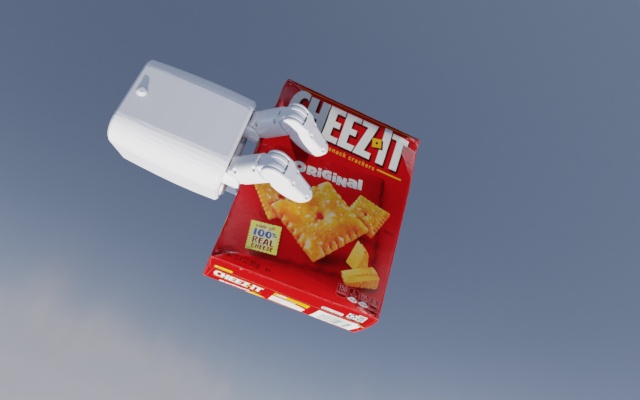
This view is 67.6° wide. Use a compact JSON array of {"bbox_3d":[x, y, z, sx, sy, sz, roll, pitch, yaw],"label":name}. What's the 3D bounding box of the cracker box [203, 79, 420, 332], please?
[{"bbox_3d":[0.000,0.002,0.486,0.164,0.213,0.072,23,-28,-9],"label":"cracker box"}]
